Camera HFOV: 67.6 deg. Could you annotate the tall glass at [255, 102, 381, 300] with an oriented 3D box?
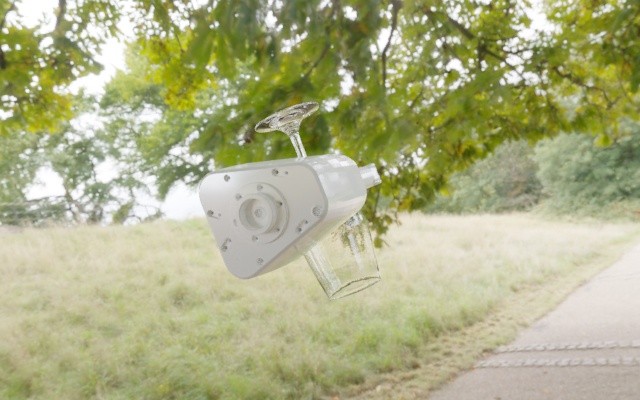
[{"bbox_3d":[0.000,0.001,0.515,0.079,0.201,0.079,-22,-1,-1],"label":"tall glass"}]
